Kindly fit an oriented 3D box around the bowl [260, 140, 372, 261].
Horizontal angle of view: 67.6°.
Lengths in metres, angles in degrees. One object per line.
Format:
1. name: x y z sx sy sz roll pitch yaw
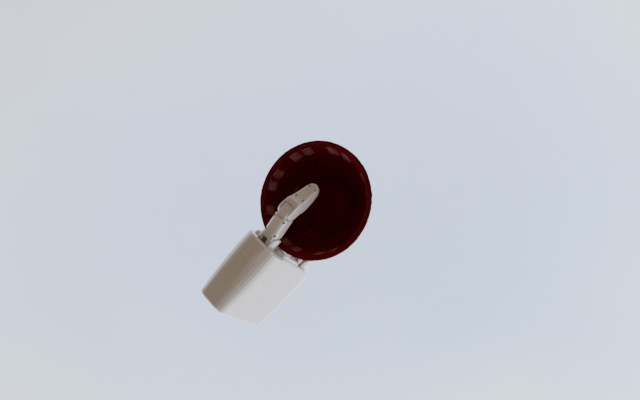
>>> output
1. bowl: 0.001 0.001 0.656 0.162 0.162 0.055 0 -7 23
